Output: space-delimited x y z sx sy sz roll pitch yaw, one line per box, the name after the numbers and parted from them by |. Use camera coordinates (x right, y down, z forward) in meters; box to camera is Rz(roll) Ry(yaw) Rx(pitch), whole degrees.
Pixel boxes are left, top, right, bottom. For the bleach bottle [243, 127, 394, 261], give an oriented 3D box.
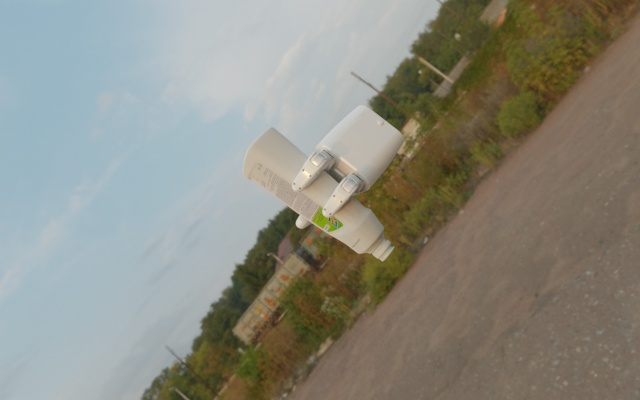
0.000 0.002 0.711 0.251 0.068 0.103 39 -25 5 | bleach bottle
